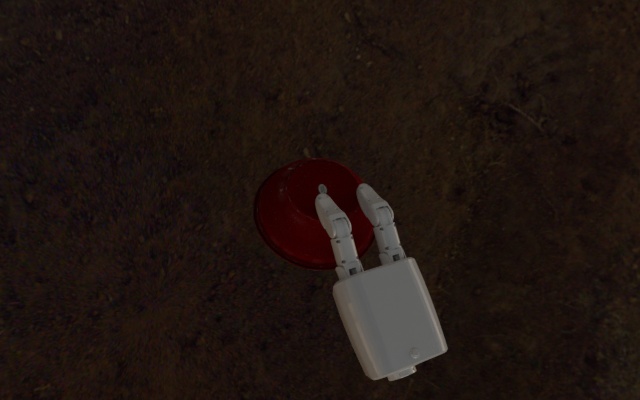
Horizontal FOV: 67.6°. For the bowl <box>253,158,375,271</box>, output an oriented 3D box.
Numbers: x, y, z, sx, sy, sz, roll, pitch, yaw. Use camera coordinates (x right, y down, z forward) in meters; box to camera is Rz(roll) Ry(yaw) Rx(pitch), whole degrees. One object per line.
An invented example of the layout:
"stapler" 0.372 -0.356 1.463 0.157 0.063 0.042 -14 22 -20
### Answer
"bowl" -0.001 0.001 0.587 0.162 0.162 0.055 0 -33 -13
